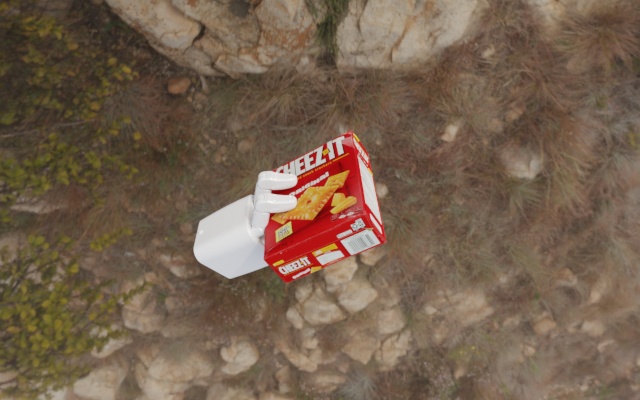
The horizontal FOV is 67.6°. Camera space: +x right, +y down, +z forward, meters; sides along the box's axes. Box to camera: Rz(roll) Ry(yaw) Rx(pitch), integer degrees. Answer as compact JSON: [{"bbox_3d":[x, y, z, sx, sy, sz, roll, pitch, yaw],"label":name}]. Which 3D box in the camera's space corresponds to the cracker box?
[{"bbox_3d":[0.000,0.003,0.735,0.164,0.072,0.213,-25,37,17],"label":"cracker box"}]
